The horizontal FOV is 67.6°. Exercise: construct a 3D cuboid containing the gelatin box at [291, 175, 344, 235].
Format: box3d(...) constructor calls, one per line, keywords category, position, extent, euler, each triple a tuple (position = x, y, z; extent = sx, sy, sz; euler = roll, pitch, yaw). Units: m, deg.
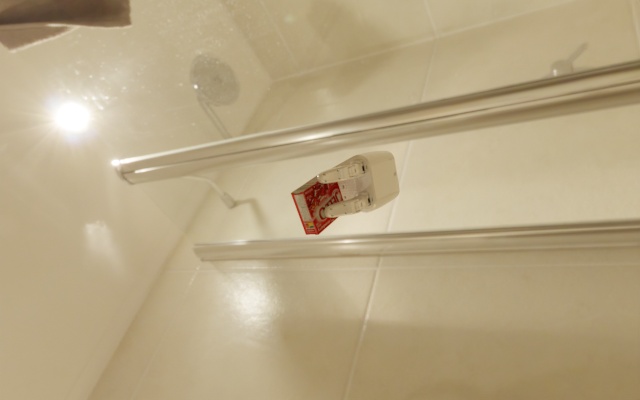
box3d(category="gelatin box", position=(0.000, 0.003, 0.754), extent=(0.030, 0.073, 0.089), euler=(-4, 22, 39))
